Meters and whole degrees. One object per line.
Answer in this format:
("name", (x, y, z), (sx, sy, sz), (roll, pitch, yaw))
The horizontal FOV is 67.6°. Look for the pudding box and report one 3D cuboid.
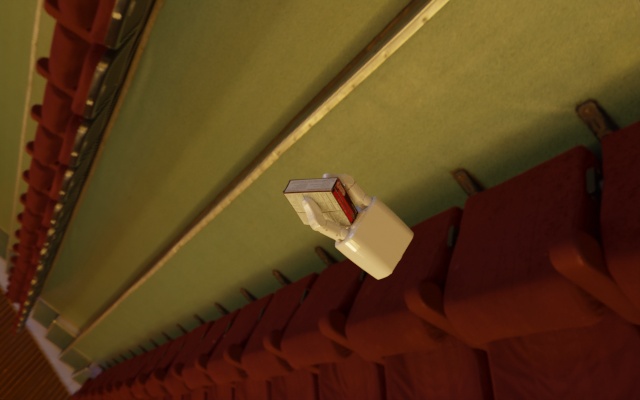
("pudding box", (0.000, 0.003, 0.864), (0.113, 0.039, 0.090), (-2, -46, 35))
